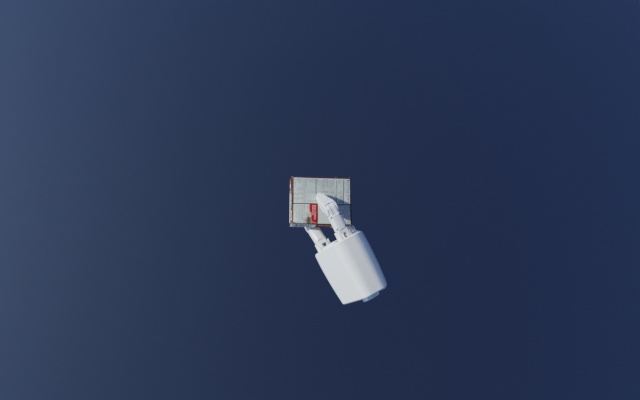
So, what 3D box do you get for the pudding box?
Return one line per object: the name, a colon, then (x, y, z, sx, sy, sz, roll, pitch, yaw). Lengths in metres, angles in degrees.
pudding box: (0.000, 0.003, 0.875, 0.113, 0.090, 0.039, 2, -11, -9)
